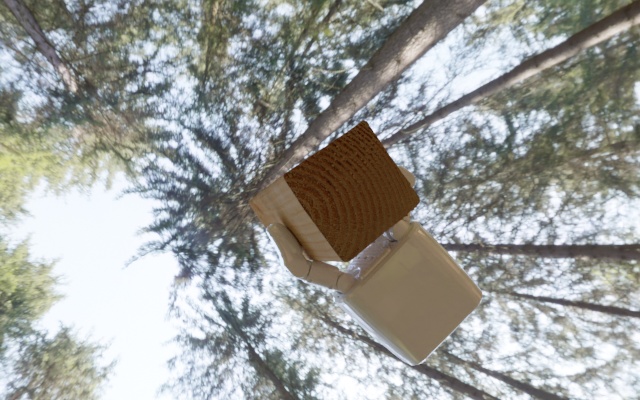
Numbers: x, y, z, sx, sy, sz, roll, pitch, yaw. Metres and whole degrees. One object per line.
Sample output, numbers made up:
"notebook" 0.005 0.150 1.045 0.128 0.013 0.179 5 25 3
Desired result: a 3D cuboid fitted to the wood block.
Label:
"wood block" 0.000 0.002 0.491 0.091 0.090 0.206 -37 4 -17
